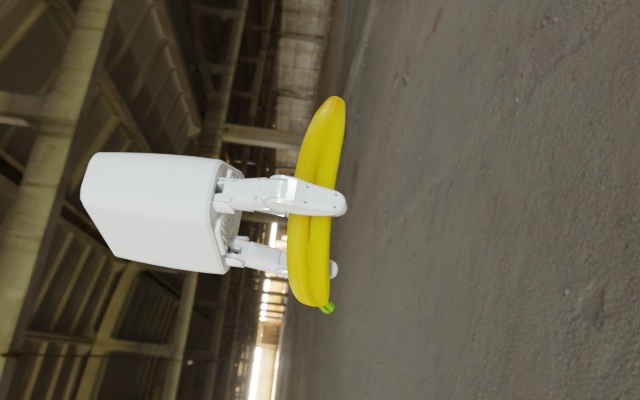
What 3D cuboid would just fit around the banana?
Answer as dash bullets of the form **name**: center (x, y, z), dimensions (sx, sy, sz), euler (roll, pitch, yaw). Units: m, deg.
- **banana**: center (-0.004, 0.006, 0.409), dimensions (0.037, 0.198, 0.069), euler (5, 4, 12)
